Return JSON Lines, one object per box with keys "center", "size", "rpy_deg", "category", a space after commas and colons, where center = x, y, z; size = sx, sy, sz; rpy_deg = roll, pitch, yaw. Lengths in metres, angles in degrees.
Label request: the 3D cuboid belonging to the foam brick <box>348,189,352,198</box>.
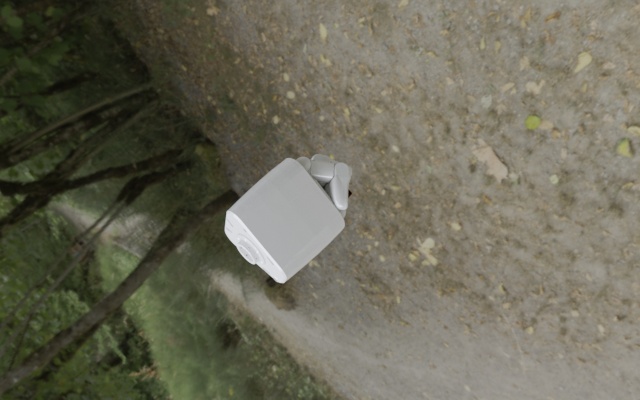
{"center": [0.000, 0.002, 0.673], "size": [0.051, 0.053, 0.078], "rpy_deg": [-43, -7, -25], "category": "foam brick"}
